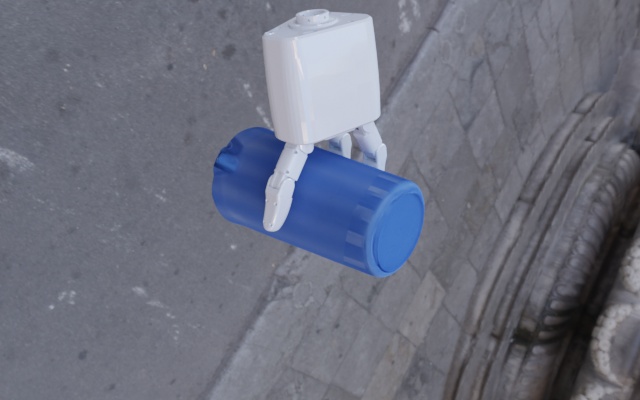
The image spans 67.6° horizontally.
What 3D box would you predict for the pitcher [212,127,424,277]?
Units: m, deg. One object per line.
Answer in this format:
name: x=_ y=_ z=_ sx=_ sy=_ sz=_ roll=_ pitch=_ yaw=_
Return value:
pitcher: x=0.000 y=0.002 z=0.575 sx=0.242 sy=0.145 sz=0.149 roll=21 pitch=39 yaw=37
